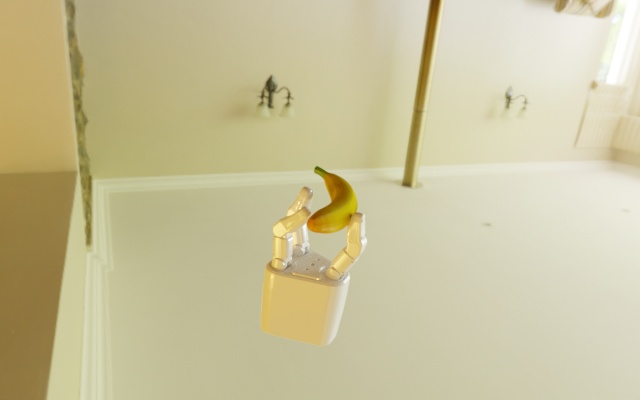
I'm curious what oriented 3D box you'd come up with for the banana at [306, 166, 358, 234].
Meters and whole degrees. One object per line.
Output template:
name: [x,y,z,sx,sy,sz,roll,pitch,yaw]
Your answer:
banana: [0.018,0.005,0.661,0.069,0.037,0.197,12,22,-4]
